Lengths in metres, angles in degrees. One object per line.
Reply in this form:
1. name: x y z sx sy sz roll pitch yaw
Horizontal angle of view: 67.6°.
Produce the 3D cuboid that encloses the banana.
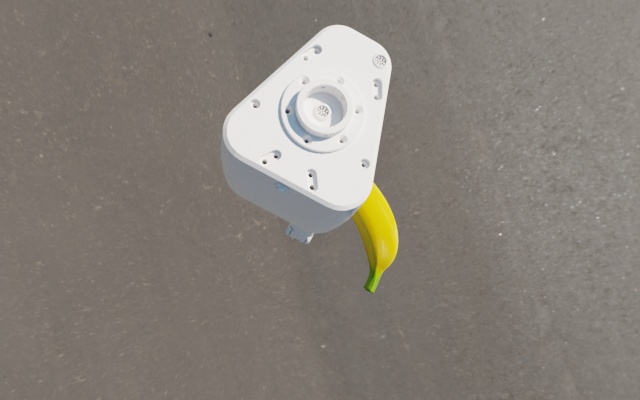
1. banana: 0.017 -0.007 0.464 0.069 0.198 0.037 -37 -1 -9
